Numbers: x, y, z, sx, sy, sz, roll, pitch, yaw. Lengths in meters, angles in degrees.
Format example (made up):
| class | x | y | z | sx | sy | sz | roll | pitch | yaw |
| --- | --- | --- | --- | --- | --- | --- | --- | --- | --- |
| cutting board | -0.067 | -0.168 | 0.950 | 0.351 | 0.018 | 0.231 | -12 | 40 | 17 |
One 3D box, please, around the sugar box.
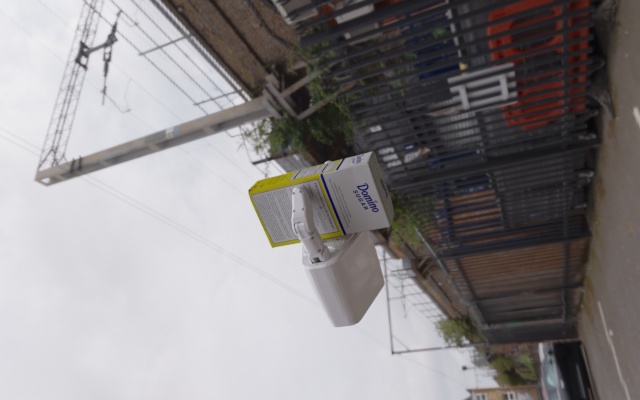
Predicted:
| class | x | y | z | sx | sy | sz | roll | pitch | yaw |
| --- | --- | --- | --- | --- | --- | --- | --- | --- | --- |
| sugar box | 0.000 | 0.002 | 0.630 | 0.176 | 0.093 | 0.048 | -12 | 23 | 22 |
